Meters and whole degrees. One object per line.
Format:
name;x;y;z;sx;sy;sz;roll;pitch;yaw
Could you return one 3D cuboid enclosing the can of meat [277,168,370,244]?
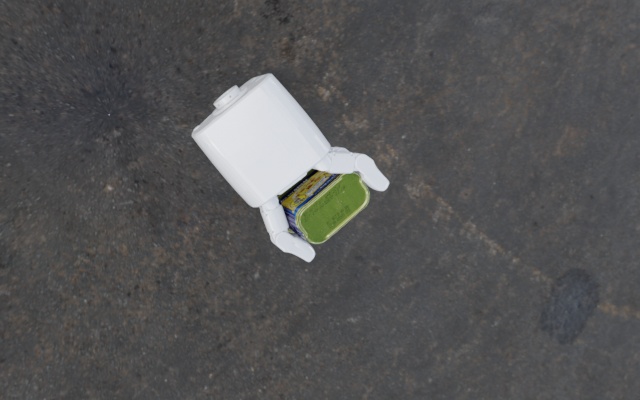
can of meat;0.000;0.002;0.589;0.102;0.057;0.084;-41;22;-12
